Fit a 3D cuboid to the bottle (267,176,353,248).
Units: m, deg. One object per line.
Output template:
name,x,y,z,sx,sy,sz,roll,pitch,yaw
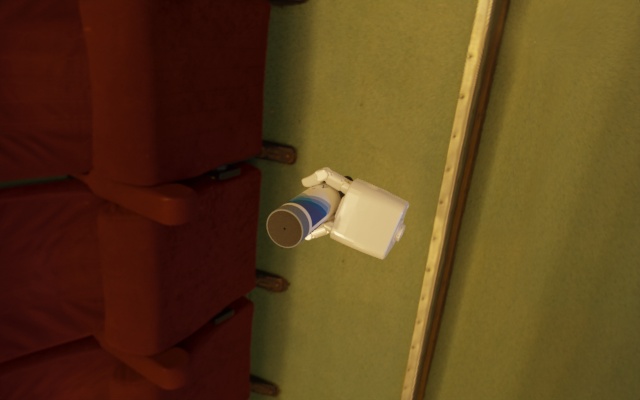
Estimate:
bottle,0.000,0.003,0.890,0.069,0.069,0.295,0,17,24
